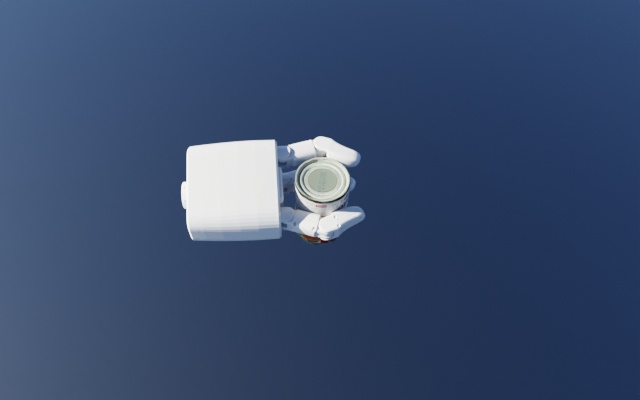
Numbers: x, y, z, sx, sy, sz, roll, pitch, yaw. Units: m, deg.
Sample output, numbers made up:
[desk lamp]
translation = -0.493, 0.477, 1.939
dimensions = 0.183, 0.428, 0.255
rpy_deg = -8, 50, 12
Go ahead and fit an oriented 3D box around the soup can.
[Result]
[soup can]
translation = 0.001, 0.002, 0.598
dimensions = 0.068, 0.068, 0.102
rpy_deg = 0, -33, -3
